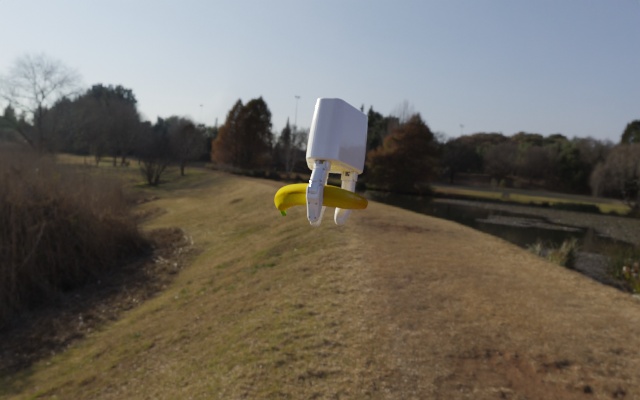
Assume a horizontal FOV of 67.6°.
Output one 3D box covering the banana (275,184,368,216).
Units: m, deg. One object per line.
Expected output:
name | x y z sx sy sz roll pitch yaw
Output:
banana | -0.014 -0.004 0.808 0.198 0.037 0.070 -4 -24 41
